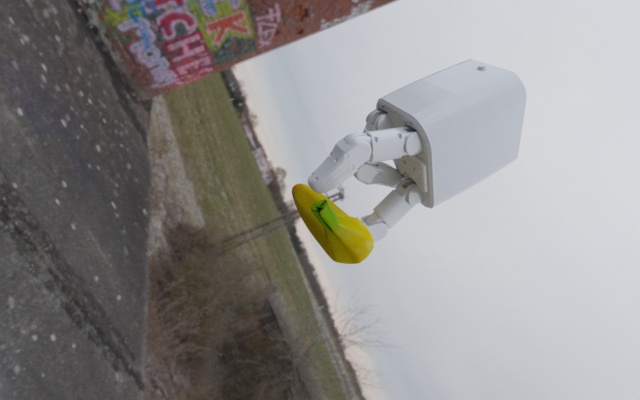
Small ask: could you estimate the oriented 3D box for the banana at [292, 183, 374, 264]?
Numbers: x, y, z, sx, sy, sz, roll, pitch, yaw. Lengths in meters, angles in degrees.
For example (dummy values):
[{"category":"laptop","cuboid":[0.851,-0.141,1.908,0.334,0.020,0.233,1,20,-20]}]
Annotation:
[{"category":"banana","cuboid":[0.009,0.018,0.414,0.037,0.069,0.198,-29,8,-6]}]
